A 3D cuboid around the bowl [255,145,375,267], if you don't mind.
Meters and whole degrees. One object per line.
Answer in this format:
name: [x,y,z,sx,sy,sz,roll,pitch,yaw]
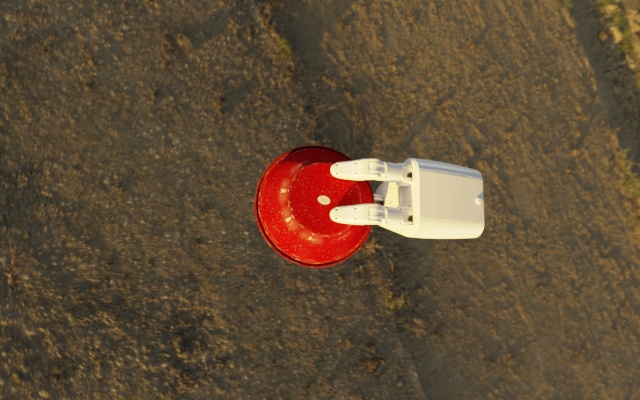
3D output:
bowl: [-0.001,0.002,0.600,0.162,0.162,0.055,0,-9,-12]
